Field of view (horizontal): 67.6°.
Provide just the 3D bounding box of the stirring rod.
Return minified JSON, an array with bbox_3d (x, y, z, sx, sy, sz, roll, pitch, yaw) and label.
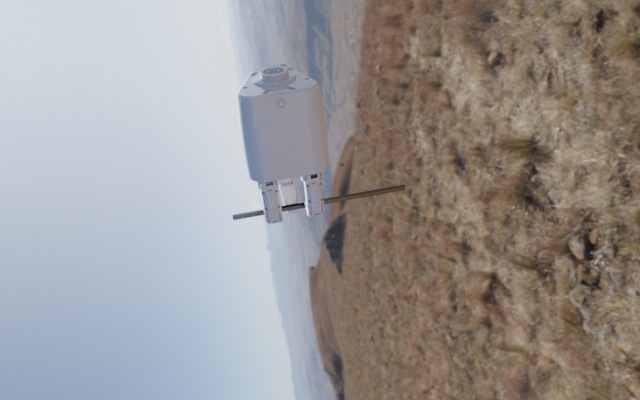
[{"bbox_3d":[0.000,0.002,0.655,0.239,0.011,0.011,-10,1,-7],"label":"stirring rod"}]
